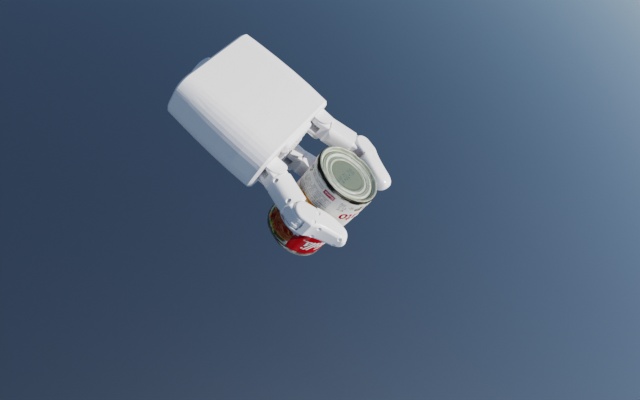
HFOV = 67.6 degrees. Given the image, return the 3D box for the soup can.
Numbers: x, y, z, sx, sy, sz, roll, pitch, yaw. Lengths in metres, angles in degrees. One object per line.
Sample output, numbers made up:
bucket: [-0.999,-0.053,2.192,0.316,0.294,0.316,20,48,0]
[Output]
soup can: [0.001,0.002,0.478,0.068,0.068,0.102,0,-33,-39]
